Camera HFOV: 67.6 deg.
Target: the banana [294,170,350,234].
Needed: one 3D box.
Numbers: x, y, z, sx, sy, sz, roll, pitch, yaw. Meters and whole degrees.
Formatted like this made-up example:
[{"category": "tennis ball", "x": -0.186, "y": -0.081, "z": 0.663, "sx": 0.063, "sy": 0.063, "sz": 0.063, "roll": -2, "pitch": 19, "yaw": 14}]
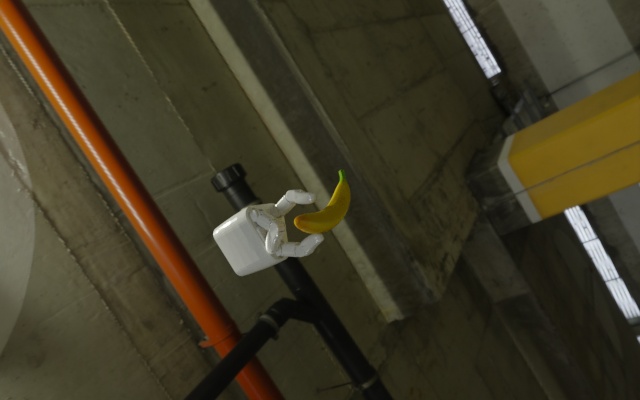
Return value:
[{"category": "banana", "x": 0.012, "y": 0.016, "z": 0.852, "sx": 0.037, "sy": 0.069, "sz": 0.197, "roll": -27, "pitch": 13, "yaw": 35}]
